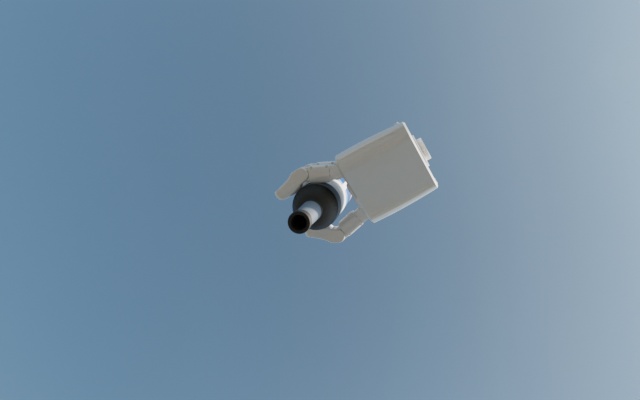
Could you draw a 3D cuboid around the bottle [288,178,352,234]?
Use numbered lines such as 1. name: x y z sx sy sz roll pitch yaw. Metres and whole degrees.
1. bottle: 0.000 0.002 0.701 0.069 0.069 0.295 0 9 10
